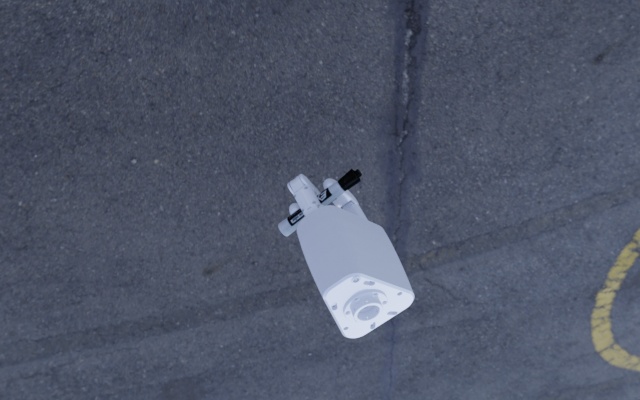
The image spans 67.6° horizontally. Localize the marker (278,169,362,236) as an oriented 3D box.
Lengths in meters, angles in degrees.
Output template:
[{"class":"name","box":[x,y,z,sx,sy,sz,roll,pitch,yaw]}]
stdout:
[{"class":"marker","box":[0.000,0.002,0.579,0.121,0.020,0.020,-37,-9,13]}]
